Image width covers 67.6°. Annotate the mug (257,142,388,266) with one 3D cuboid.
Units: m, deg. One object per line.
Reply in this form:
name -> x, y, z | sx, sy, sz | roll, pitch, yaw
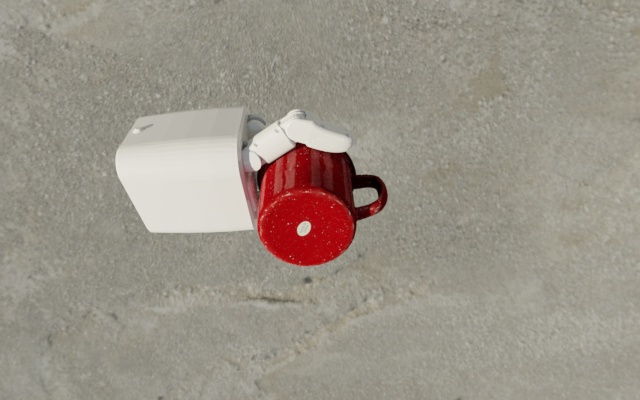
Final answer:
mug -> 0.002, 0.001, 0.415 | 0.117, 0.093, 0.081 | -5, 34, 1
